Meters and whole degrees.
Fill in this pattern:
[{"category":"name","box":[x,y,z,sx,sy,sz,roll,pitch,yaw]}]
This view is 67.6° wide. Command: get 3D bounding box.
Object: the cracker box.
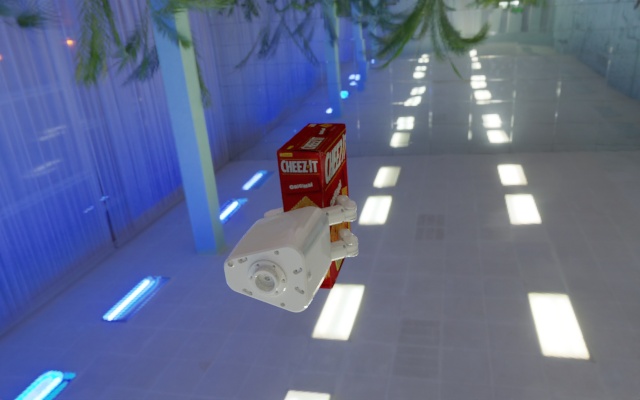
[{"category":"cracker box","box":[0.000,0.003,0.738,0.072,0.214,0.164,2,23,14]}]
